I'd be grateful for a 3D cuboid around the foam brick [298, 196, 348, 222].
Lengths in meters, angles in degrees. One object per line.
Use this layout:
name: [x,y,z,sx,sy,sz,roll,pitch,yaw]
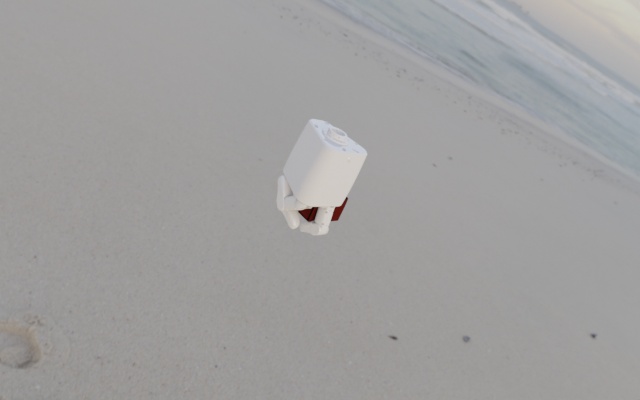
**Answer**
foam brick: [0.000,0.003,0.860,0.078,0.051,0.053,0,32,-44]
